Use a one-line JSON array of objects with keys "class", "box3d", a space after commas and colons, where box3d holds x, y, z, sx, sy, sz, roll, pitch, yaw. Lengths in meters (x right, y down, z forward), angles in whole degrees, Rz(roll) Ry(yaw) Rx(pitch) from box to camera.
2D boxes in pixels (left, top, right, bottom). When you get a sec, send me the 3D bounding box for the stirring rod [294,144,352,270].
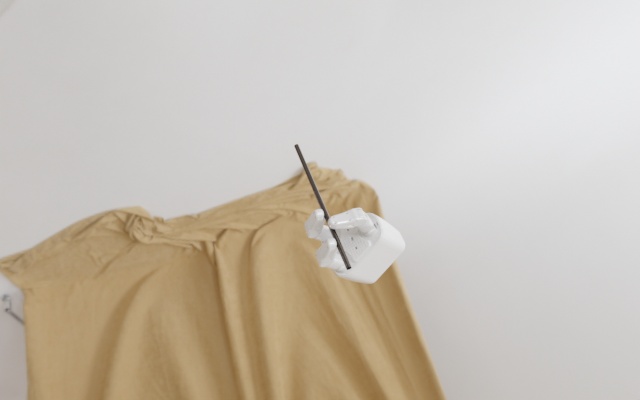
[{"class": "stirring rod", "box3d": [0.000, 0.002, 0.747, 0.011, 0.239, 0.011, -17, -31, -11]}]
